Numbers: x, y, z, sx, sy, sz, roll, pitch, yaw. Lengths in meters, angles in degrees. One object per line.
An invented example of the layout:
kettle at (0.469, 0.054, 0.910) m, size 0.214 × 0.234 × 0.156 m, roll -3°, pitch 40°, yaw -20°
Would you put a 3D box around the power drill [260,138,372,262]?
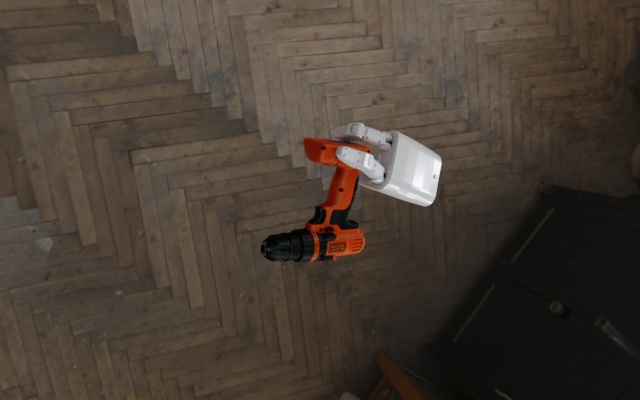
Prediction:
power drill at (0.000, 0.002, 0.722) m, size 0.184 × 0.188 × 0.057 m, roll -2°, pitch 19°, yaw -39°
